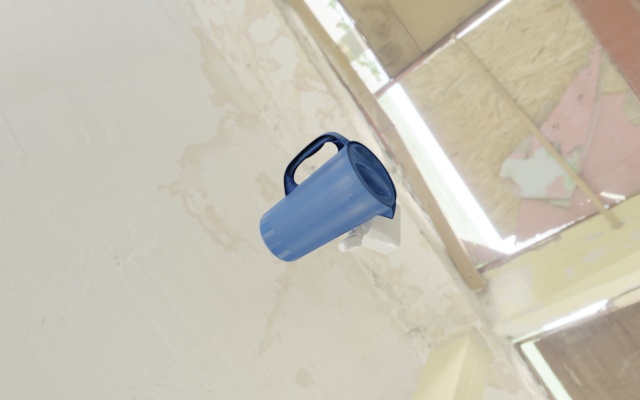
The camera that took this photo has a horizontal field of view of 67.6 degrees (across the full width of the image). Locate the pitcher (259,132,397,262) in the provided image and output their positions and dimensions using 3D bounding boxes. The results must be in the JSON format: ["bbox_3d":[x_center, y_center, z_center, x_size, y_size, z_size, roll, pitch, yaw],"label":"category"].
[{"bbox_3d":[0.000,0.003,0.855,0.243,0.149,0.145,-35,-40,27],"label":"pitcher"}]
